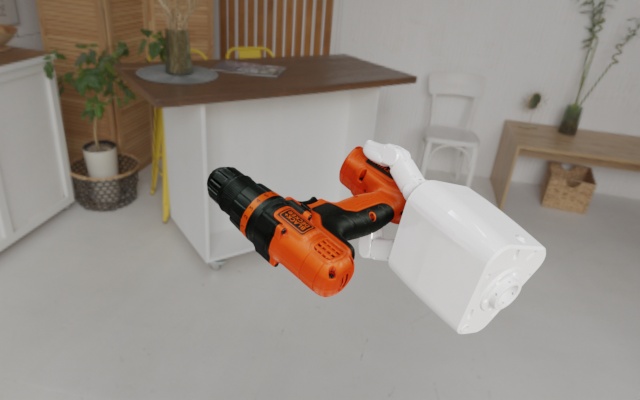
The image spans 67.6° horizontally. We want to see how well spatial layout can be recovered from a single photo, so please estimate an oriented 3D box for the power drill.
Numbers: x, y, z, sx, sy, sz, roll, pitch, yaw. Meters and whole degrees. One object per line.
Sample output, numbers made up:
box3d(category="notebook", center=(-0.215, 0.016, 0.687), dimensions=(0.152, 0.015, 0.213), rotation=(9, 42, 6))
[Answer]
box3d(category="power drill", center=(0.001, 0.002, 0.500), dimensions=(0.184, 0.057, 0.187), rotation=(38, 44, 26))
